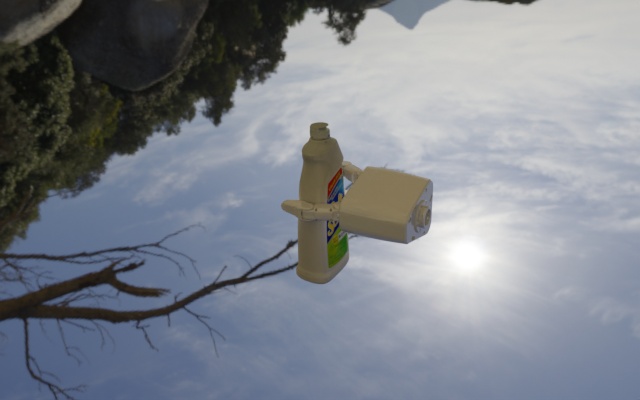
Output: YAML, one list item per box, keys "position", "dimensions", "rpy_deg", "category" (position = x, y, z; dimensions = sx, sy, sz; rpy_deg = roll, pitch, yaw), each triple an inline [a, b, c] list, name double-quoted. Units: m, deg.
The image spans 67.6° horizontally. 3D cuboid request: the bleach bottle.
- position: [0.000, 0.002, 0.764]
  dimensions: [0.068, 0.251, 0.102]
  rpy_deg: [13, 30, 30]
  category: "bleach bottle"
